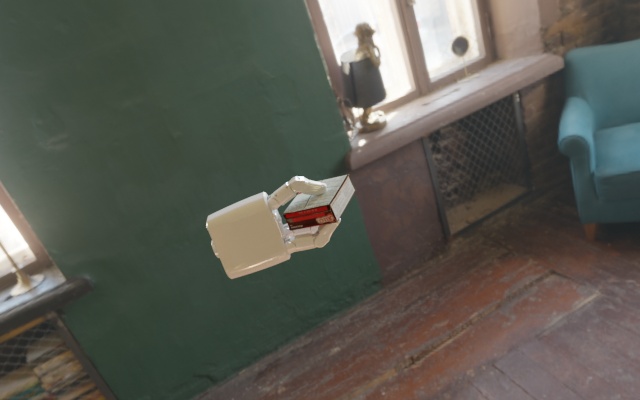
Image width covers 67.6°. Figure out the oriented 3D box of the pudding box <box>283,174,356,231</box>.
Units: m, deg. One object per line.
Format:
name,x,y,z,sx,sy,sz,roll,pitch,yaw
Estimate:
pudding box,0.000,0.002,0.802,0.090,0.039,0.113,-10,26,27
